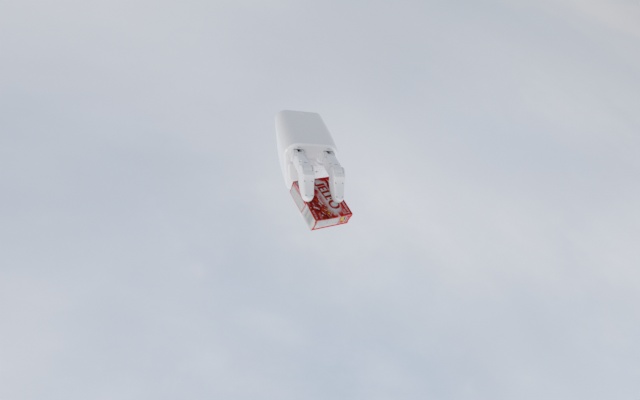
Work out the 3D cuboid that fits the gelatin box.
[{"bbox_3d":[0.000,0.003,0.792,0.073,0.089,0.030,-9,-36,-32],"label":"gelatin box"}]
